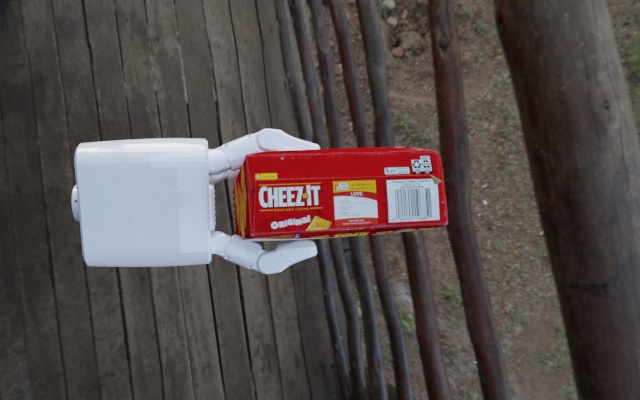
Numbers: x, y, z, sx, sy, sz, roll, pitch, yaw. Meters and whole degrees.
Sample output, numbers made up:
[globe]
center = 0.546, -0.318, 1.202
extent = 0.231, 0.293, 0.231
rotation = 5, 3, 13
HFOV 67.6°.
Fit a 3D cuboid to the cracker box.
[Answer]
[cracker box]
center = 0.000, 0.002, 0.473
extent = 0.164, 0.072, 0.214
rotation = -3, -5, -13
